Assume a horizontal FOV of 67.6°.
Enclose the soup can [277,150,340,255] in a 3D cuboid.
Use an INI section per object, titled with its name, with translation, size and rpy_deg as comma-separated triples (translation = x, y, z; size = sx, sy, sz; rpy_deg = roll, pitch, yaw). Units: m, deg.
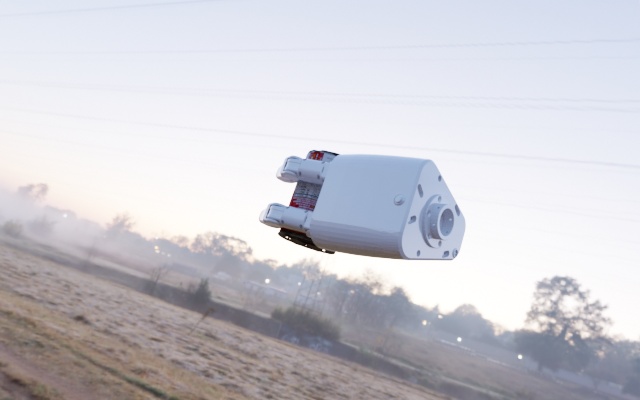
[soup can]
translation = 0.000, 0.002, 0.540
size = 0.068, 0.102, 0.068
rpy_deg = 18, -13, 4
